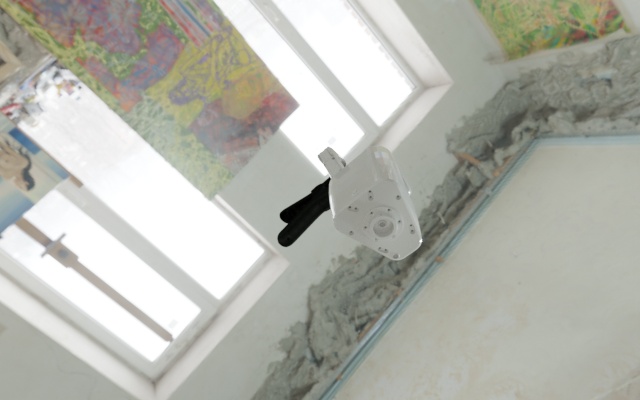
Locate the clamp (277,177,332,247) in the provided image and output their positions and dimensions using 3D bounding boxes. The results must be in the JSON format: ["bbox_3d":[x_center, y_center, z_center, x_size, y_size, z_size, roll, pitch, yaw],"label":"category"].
[{"bbox_3d":[0.001,0.003,0.704,0.171,0.039,0.120,-38,21,17],"label":"clamp"}]
